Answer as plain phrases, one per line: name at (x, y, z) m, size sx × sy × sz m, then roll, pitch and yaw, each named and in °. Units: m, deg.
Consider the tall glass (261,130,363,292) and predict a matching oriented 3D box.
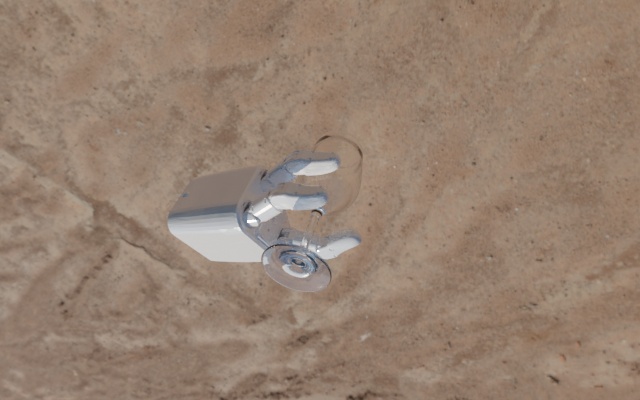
tall glass at (0.000, 0.002, 0.548) m, size 0.079 × 0.079 × 0.201 m, roll 0°, pitch 43°, yaw 21°
